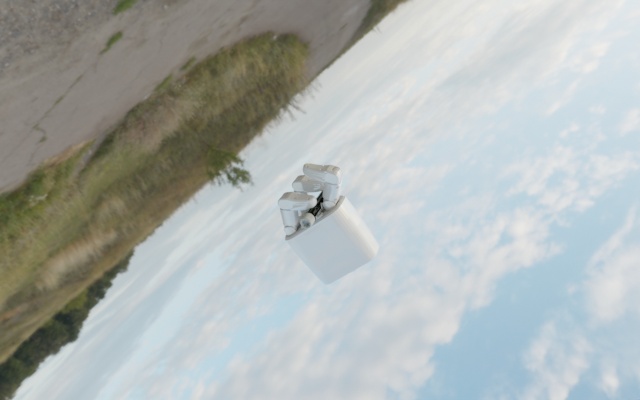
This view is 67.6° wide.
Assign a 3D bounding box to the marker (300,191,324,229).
[{"bbox_3d":[0.000,0.002,0.743,0.020,0.020,0.121,0,32,25],"label":"marker"}]
